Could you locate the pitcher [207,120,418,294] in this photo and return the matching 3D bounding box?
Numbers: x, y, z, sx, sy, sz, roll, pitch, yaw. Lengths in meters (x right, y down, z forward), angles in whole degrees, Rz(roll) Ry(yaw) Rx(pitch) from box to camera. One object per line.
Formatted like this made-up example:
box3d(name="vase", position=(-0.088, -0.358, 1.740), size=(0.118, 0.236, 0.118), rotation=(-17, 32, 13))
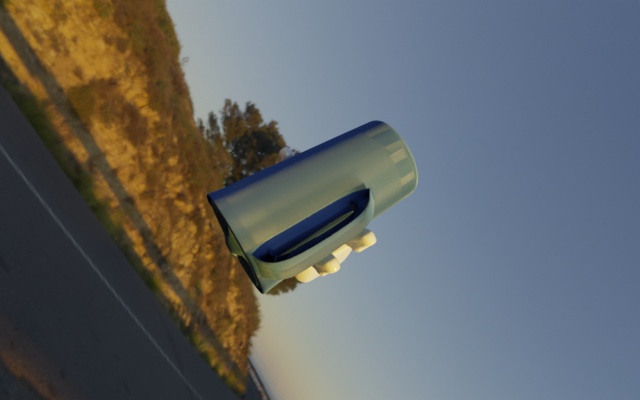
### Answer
box3d(name="pitcher", position=(0.000, 0.002, 0.579), size=(0.243, 0.149, 0.145), rotation=(-29, -18, -15))
